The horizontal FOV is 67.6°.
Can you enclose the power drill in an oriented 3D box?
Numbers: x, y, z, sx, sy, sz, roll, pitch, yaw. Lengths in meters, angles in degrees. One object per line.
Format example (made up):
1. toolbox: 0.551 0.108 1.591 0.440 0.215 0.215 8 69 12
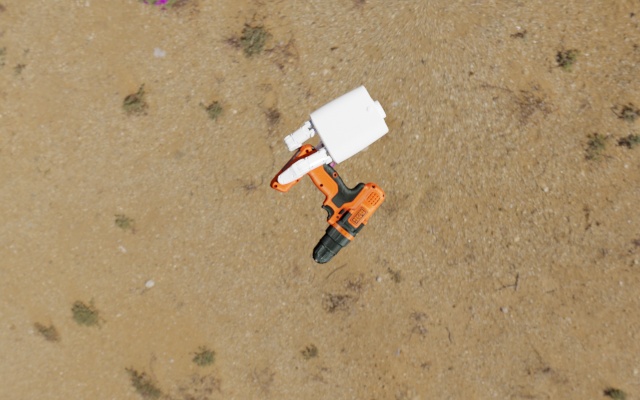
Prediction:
1. power drill: 0.000 0.002 0.884 0.188 0.184 0.057 40 0 -15
